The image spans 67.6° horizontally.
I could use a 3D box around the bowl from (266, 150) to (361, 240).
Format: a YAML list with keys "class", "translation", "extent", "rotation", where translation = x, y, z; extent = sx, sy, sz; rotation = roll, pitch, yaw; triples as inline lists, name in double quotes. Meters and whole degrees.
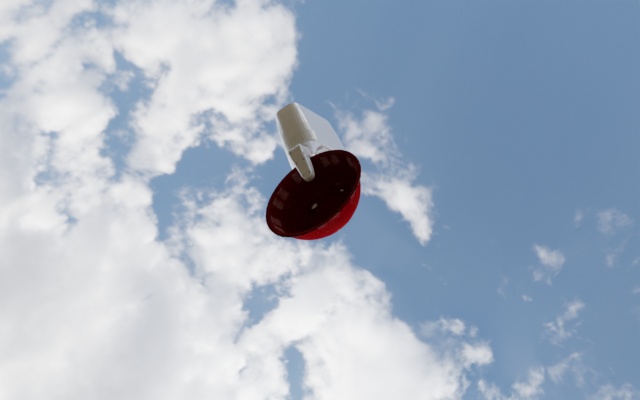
- class: "bowl"
  translation: [0.000, 0.004, 0.697]
  extent: [0.162, 0.162, 0.055]
  rotation: [0, -39, 43]
